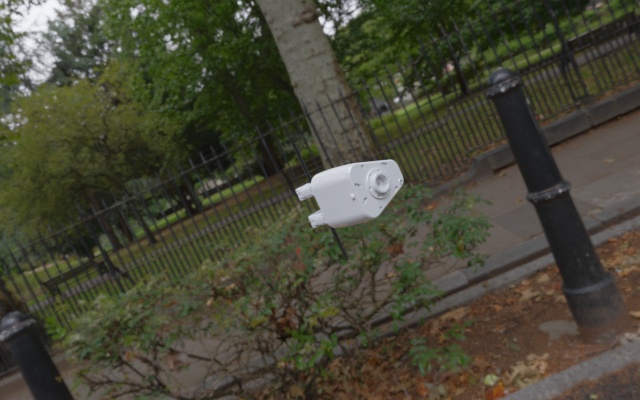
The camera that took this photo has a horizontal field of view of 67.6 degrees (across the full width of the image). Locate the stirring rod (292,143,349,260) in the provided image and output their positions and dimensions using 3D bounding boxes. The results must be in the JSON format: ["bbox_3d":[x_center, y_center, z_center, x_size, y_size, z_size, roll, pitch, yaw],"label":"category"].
[{"bbox_3d":[0.000,0.003,0.897,0.011,0.239,0.011,-25,6,3],"label":"stirring rod"}]
